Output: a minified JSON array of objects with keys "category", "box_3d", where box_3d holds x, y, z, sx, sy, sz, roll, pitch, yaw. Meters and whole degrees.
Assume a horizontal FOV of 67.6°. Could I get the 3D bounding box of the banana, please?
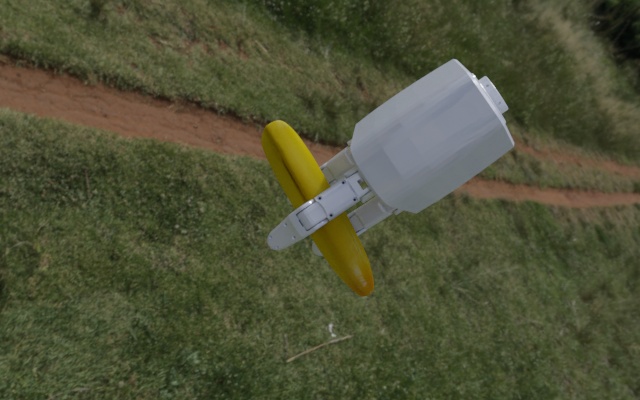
[{"category":"banana","box_3d":[-0.008,-0.007,0.425,0.037,0.197,0.070,-33,-25,7]}]
